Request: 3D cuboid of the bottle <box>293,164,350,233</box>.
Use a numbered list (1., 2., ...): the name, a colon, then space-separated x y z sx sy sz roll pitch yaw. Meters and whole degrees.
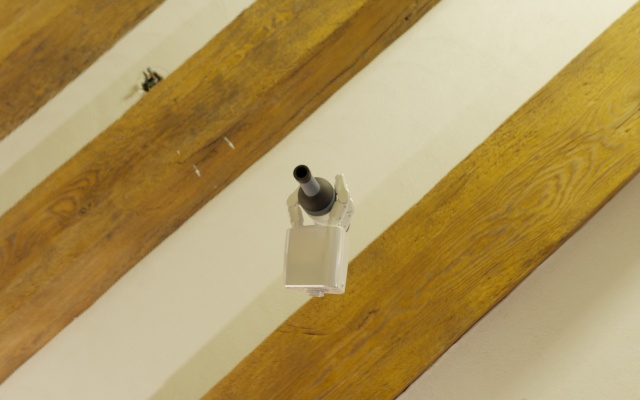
1. bottle: 0.000 0.003 0.878 0.069 0.069 0.296 0 -18 12
